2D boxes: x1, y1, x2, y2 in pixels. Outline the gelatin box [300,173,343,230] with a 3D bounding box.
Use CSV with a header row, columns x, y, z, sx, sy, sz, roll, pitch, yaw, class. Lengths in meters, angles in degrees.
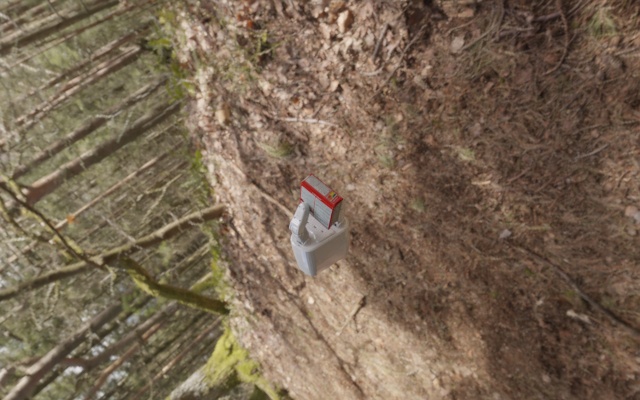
x,y,z,sx,sy,sz,roll,pitch,yaw,class
0.000,0.003,0.837,0.073,0.030,0.089,39,-24,16,gelatin box
